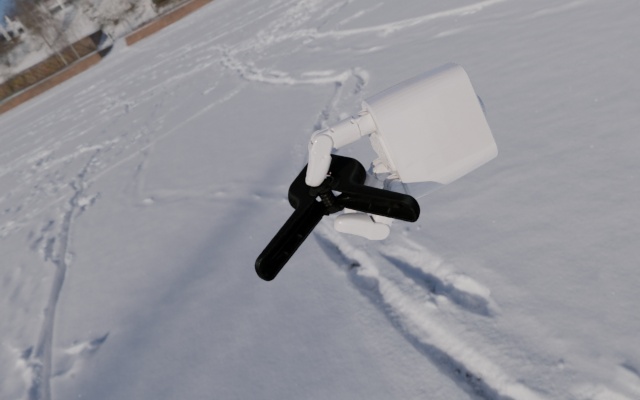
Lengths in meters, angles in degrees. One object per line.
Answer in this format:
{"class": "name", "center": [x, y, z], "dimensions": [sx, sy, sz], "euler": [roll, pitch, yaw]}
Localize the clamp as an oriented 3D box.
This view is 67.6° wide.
{"class": "clamp", "center": [0.000, 0.001, 0.520], "dimensions": [0.164, 0.036, 0.210], "euler": [-25, 26, 1]}
